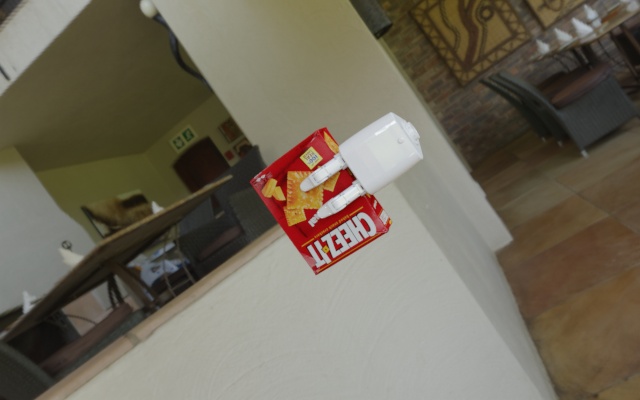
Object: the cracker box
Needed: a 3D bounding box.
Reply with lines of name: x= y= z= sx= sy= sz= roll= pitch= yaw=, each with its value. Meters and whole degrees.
cracker box: x=0.000 y=0.003 z=0.859 sx=0.164 sy=0.214 sz=0.072 roll=-34 pitch=3 yaw=20
